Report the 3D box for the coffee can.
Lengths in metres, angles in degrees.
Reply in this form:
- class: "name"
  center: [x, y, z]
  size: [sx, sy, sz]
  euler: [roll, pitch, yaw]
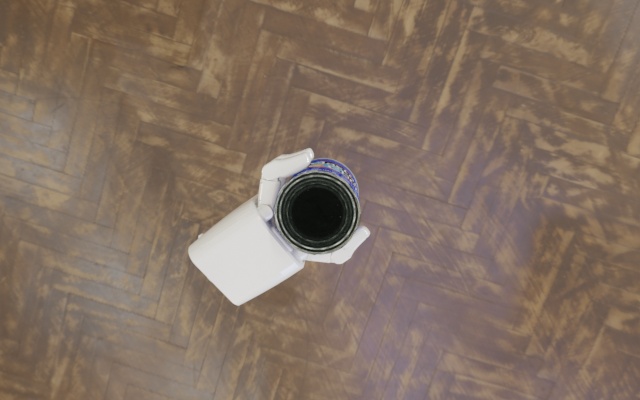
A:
- class: "coffee can"
  center: [0.000, 0.002, 0.628]
  size: [0.103, 0.103, 0.140]
  euler: [0, 11, 3]
